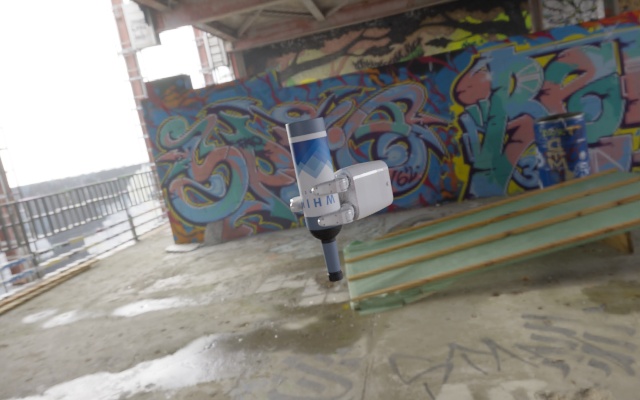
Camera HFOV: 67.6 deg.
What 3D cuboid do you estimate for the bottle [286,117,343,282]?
[{"bbox_3d":[0.000,0.003,0.859,0.069,0.296,0.069,-11,9,2],"label":"bottle"}]
